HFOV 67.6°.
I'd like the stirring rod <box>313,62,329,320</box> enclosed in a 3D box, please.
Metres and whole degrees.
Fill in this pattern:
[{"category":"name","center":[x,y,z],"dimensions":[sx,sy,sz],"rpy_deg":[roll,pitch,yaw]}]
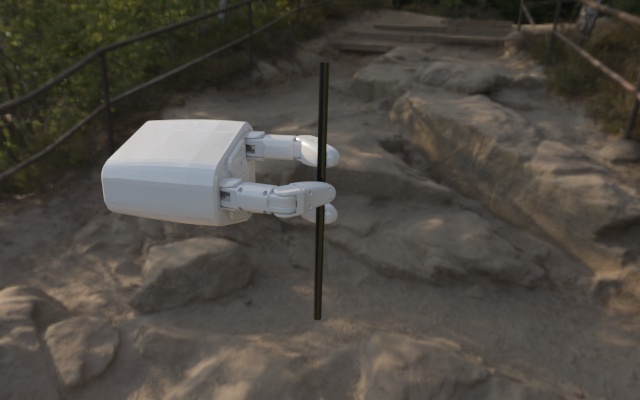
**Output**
[{"category":"stirring rod","center":[0.000,0.002,0.428],"dimensions":[0.011,0.240,0.011],"rpy_deg":[1,19,0]}]
